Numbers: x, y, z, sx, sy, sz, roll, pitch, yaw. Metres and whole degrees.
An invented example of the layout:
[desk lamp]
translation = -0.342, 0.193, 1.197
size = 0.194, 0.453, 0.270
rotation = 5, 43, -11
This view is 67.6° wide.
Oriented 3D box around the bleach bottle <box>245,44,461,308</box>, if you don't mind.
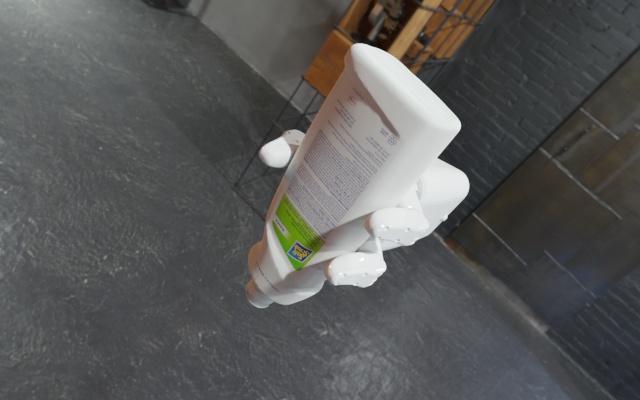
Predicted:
[bleach bottle]
translation = 0.000, 0.001, 0.411
size = 0.068, 0.102, 0.251
rotation = -5, -40, -50
